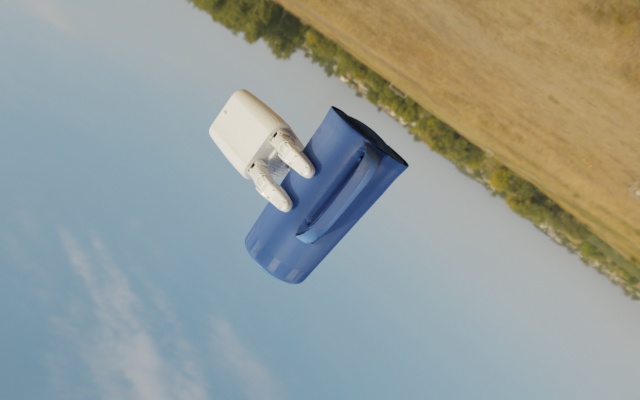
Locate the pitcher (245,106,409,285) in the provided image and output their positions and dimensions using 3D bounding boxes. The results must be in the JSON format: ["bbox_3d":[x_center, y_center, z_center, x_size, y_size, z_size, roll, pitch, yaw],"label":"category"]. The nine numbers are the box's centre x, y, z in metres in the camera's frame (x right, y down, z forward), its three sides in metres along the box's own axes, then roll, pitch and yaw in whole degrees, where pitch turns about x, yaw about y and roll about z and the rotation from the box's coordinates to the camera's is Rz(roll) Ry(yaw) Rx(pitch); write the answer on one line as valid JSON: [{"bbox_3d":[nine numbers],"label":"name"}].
[{"bbox_3d":[0.000,0.002,0.667,0.145,0.243,0.149,46,16,30],"label":"pitcher"}]
